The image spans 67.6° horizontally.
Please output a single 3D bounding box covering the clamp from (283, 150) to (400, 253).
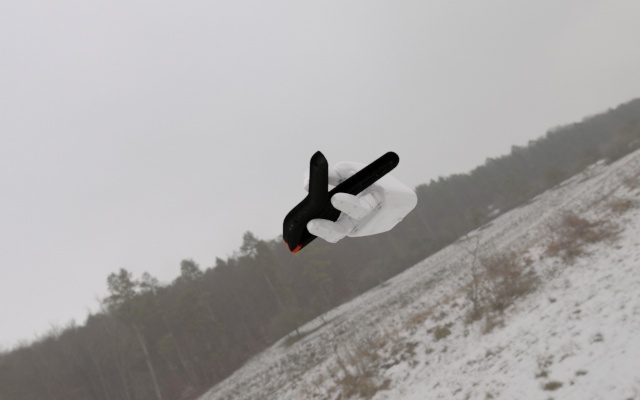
[{"bbox_3d":[0.000,0.002,0.670,0.164,0.036,0.210,2,-42,-50],"label":"clamp"}]
